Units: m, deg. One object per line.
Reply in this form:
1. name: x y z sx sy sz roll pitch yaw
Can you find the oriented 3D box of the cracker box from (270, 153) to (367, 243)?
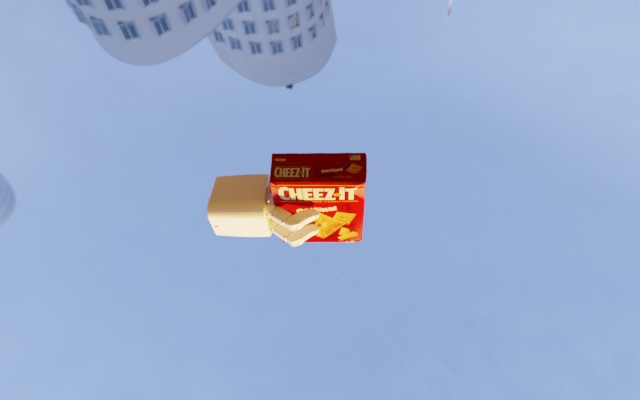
1. cracker box: 0.000 0.003 0.887 0.164 0.072 0.214 -1 -32 2
